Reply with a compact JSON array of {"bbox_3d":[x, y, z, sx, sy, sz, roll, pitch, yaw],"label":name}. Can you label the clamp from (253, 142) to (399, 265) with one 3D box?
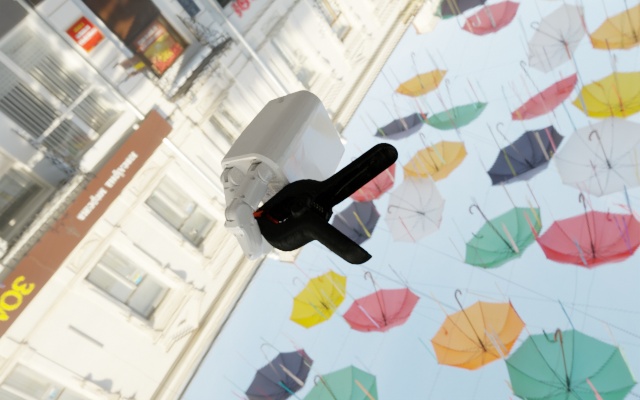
[{"bbox_3d":[0.000,0.002,0.460,0.171,0.120,0.039,0,-39,46],"label":"clamp"}]
